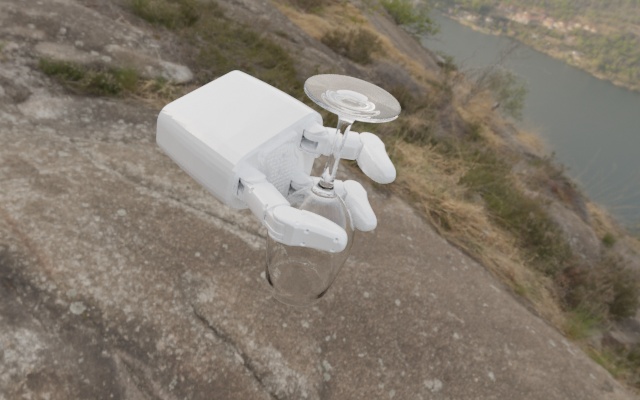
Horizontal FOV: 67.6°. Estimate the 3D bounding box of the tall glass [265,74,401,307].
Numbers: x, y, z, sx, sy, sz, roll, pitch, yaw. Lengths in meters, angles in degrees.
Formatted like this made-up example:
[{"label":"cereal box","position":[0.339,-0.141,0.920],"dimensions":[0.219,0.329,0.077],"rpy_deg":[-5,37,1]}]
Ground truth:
[{"label":"tall glass","position":[0.000,0.001,0.407],"dimensions":[0.079,0.201,0.079],"rpy_deg":[11,34,-8]}]
